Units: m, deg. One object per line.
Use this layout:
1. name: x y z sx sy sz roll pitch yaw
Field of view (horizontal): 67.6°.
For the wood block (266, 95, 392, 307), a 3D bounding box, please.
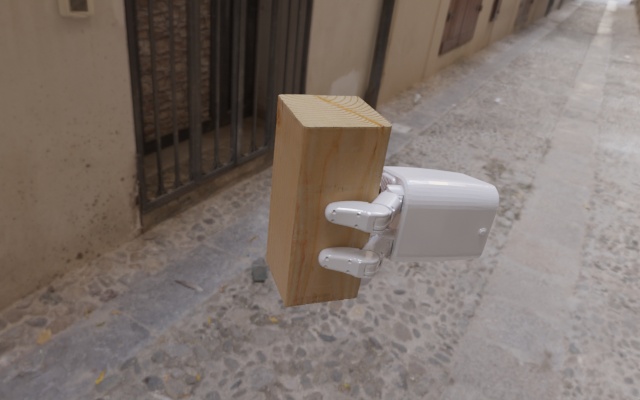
1. wood block: 0.000 0.001 0.509 0.090 0.206 0.090 -3 31 -19
